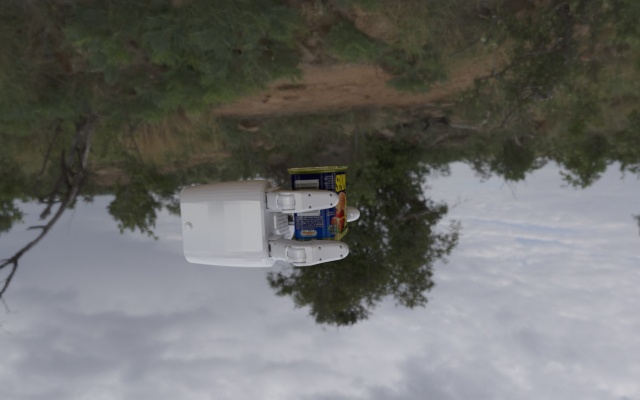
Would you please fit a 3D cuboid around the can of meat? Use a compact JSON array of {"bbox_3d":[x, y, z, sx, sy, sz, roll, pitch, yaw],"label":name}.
[{"bbox_3d":[0.000,0.002,0.560,0.057,0.084,0.102,-2,4,12],"label":"can of meat"}]
